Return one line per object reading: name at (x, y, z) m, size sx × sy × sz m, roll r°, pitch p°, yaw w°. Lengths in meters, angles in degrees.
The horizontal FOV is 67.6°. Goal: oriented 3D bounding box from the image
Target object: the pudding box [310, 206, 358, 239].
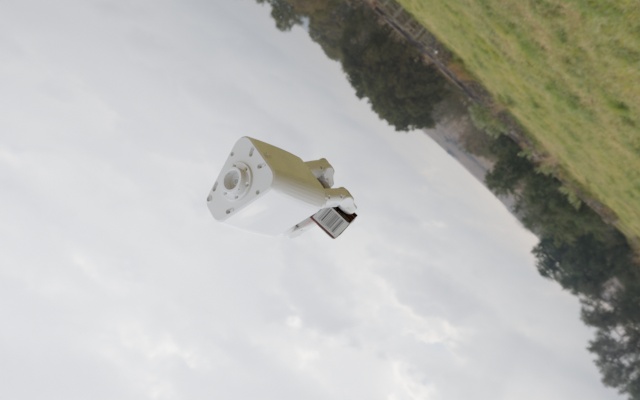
pudding box at (0.000, 0.003, 0.725) m, size 0.039 × 0.113 × 0.090 m, roll -46°, pitch -4°, yaw 14°
